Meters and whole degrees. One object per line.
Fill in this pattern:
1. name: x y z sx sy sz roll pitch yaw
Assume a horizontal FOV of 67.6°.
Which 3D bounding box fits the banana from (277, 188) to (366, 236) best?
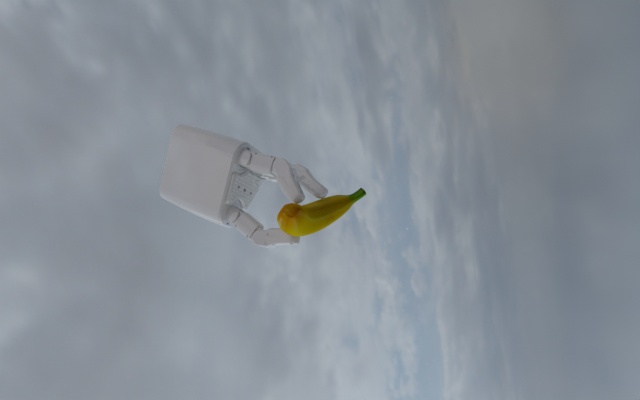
1. banana: -0.009 0.014 0.592 0.070 0.037 0.198 -50 -14 25
